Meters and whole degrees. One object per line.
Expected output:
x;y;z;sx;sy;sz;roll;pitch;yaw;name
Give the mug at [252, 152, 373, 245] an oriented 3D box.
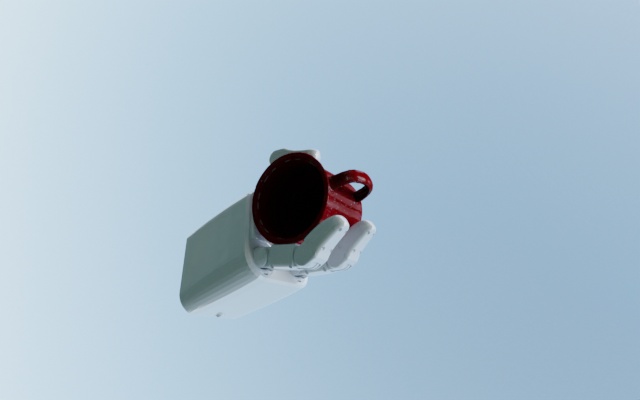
0.001;0.001;0.488;0.117;0.093;0.081;-29;-29;24;mug
